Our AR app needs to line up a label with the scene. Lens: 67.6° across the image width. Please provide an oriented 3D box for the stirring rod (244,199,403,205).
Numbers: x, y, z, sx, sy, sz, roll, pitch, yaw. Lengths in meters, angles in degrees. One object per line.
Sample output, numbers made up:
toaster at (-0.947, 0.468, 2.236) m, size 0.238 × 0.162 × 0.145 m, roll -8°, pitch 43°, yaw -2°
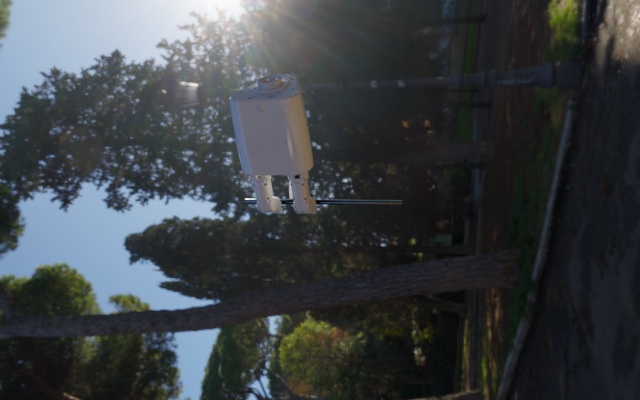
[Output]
stirring rod at (0.000, 0.002, 0.708) m, size 0.239 × 0.011 × 0.011 m, roll 0°, pitch 0°, yaw 14°
